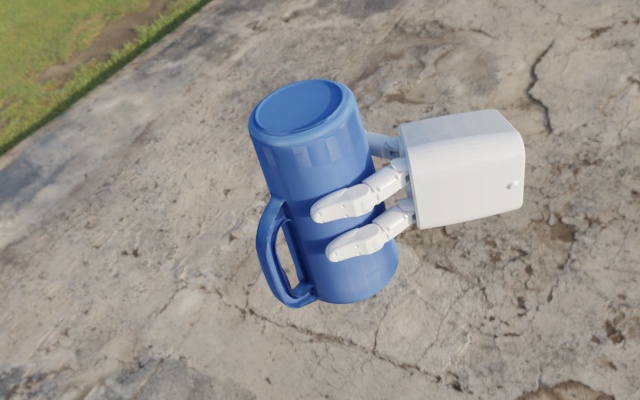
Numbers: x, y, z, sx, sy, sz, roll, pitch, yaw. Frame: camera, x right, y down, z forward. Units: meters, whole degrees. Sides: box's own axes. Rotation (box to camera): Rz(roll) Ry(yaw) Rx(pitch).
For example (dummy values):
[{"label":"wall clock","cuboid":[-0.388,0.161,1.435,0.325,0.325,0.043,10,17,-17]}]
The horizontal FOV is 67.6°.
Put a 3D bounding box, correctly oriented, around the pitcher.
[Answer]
[{"label":"pitcher","cuboid":[0.000,0.002,0.528,0.145,0.243,0.149,-9,42,10]}]
